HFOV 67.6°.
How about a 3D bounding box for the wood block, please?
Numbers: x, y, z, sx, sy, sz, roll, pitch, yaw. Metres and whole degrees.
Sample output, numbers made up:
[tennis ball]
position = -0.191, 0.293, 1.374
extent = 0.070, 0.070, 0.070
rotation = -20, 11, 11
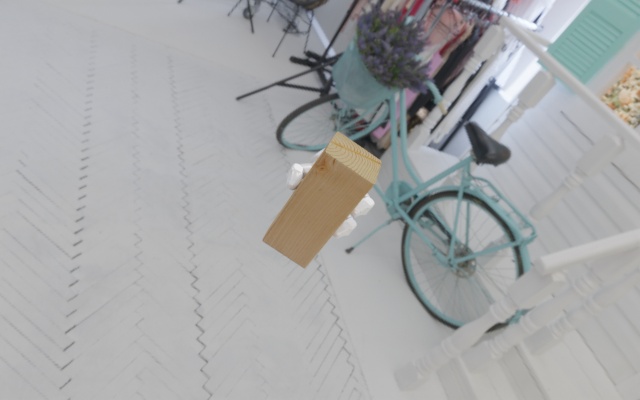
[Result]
[wood block]
position = 0.000, 0.002, 0.788
extent = 0.091, 0.206, 0.090
rotation = 34, 32, -5
